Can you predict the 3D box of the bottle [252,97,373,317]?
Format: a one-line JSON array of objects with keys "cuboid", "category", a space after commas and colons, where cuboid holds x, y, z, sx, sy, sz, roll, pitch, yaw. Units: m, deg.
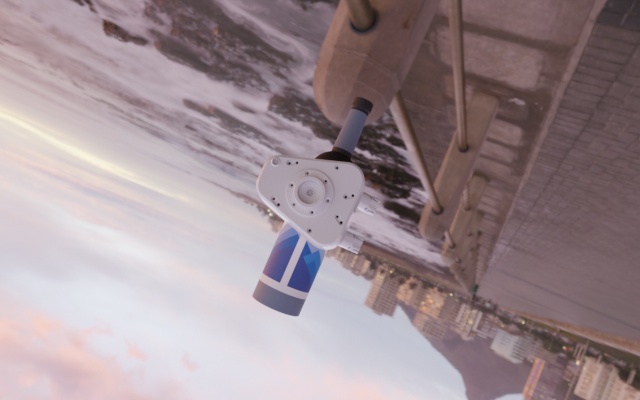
[{"cuboid": [0.000, 0.002, 0.629, 0.069, 0.295, 0.069, 23, -4, 2], "category": "bottle"}]
